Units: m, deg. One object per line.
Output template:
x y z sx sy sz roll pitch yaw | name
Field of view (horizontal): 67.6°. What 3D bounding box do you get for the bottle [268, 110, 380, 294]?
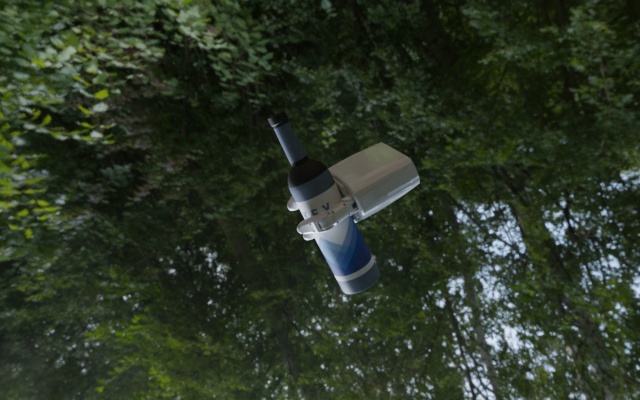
0.000 0.003 0.727 0.069 0.296 0.069 -25 14 7 | bottle
